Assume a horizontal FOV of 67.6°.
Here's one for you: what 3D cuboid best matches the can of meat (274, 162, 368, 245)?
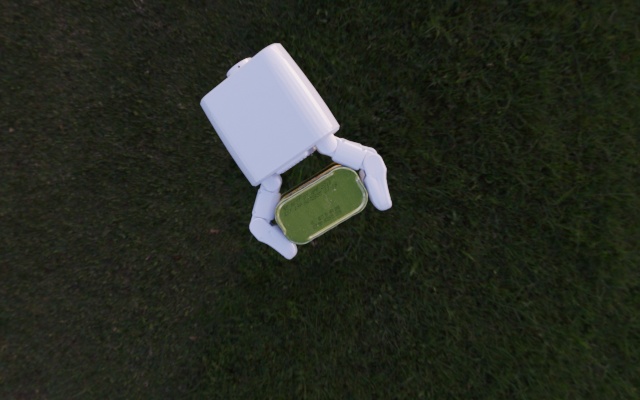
[{"bbox_3d":[0.000,0.002,0.523,0.102,0.057,0.084,-31,5,2],"label":"can of meat"}]
